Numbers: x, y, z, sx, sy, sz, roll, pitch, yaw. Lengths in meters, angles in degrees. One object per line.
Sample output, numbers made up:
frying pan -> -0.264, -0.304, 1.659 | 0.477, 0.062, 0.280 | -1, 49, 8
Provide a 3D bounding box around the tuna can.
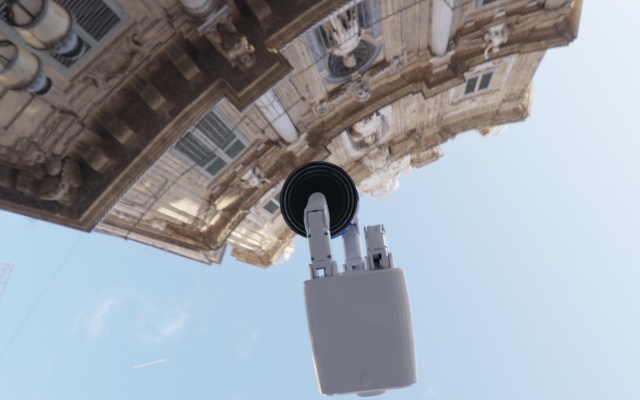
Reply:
tuna can -> 0.000, 0.002, 0.528 | 0.086, 0.086, 0.034 | 0, -8, 10
